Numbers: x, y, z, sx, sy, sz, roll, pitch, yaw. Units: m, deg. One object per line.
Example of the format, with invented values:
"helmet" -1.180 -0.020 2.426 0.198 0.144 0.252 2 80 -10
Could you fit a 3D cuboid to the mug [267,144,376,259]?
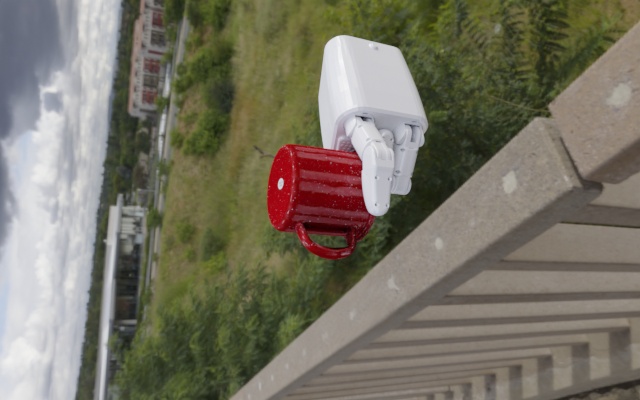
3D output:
"mug" 0.000 0.003 0.447 0.081 0.117 0.093 6 -33 -23
